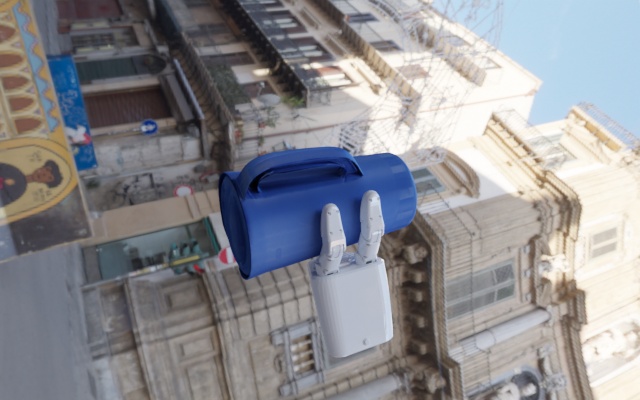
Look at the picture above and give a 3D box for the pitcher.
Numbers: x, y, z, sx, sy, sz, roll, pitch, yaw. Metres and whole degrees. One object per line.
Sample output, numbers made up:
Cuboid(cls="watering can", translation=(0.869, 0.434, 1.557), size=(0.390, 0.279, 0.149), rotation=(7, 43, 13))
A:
Cuboid(cls="pitcher", translation=(0.000, 0.002, 0.610), size=(0.243, 0.145, 0.149), rotation=(-13, 7, -22))
